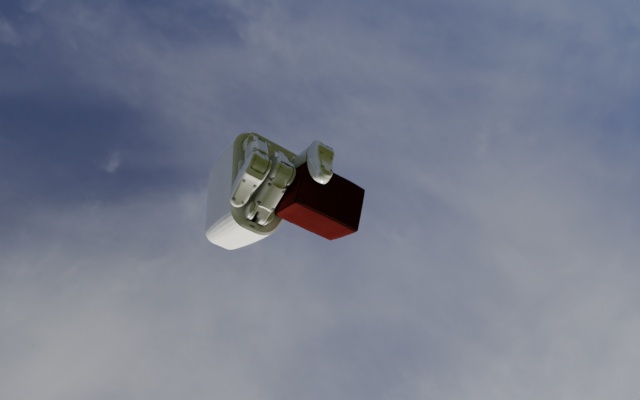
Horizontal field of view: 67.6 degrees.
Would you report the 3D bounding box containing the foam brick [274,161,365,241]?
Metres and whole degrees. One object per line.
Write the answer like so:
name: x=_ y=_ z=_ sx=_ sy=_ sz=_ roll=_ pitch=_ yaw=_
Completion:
foam brick: x=0.000 y=0.002 z=0.517 sx=0.078 sy=0.053 sz=0.051 roll=27 pitch=-29 yaw=-22
